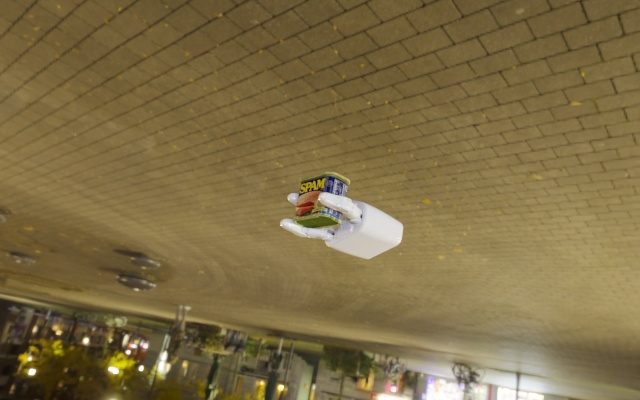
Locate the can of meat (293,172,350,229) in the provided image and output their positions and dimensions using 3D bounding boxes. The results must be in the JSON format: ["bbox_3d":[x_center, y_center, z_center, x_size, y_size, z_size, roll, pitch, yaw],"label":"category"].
[{"bbox_3d":[0.000,0.003,0.873,0.057,0.084,0.102,26,-25,-36],"label":"can of meat"}]
